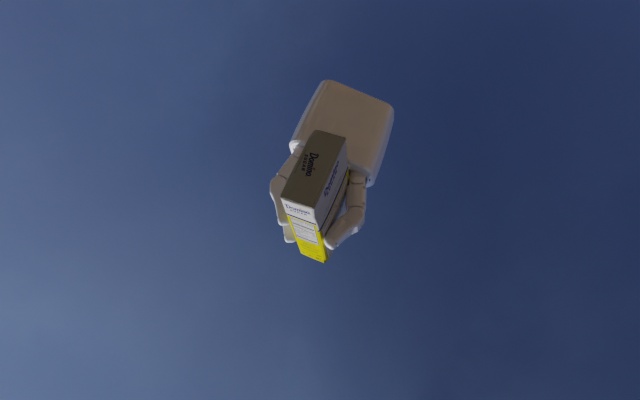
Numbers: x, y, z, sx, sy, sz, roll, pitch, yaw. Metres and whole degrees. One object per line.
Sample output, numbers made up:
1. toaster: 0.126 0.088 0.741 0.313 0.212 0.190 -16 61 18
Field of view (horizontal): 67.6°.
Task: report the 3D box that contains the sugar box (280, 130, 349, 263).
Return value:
1. sugar box: 0.000 0.002 0.575 0.048 0.093 0.176 18 -23 16
